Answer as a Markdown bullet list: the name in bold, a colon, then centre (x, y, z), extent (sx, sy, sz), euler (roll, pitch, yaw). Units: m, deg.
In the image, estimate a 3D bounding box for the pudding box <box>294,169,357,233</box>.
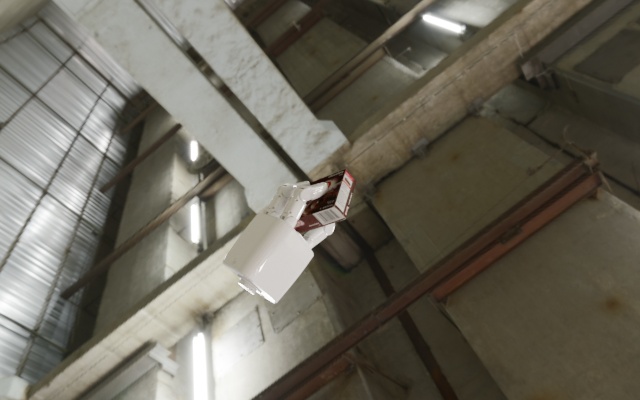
- **pudding box**: centre (0.000, 0.003, 0.818), extent (0.113, 0.090, 0.039), euler (-17, -51, 35)
